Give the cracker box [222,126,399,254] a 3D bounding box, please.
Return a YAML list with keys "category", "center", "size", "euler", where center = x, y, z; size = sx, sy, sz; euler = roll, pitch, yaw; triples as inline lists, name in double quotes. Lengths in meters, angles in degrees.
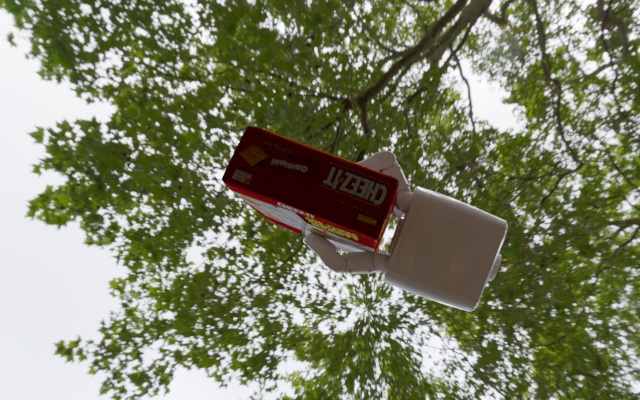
- category: "cracker box"
  center: [0.000, 0.002, 0.556]
  size: [0.164, 0.072, 0.214]
  euler: [20, -10, 10]
